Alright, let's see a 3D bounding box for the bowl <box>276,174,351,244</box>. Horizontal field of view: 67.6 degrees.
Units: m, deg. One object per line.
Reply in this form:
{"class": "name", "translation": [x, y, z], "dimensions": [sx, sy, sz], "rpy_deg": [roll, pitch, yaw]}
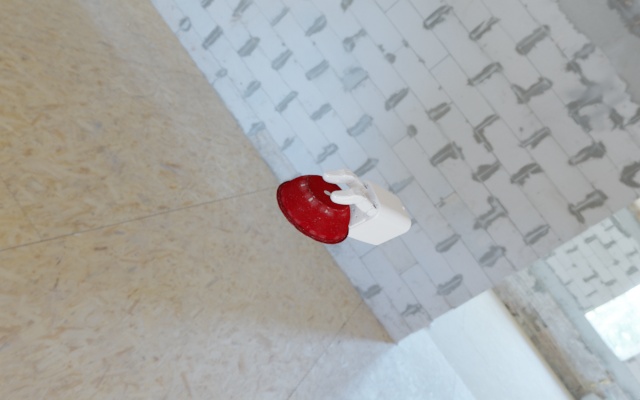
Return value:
{"class": "bowl", "translation": [-0.001, 0.003, 0.888], "dimensions": [0.162, 0.162, 0.055], "rpy_deg": [0, -43, -45]}
